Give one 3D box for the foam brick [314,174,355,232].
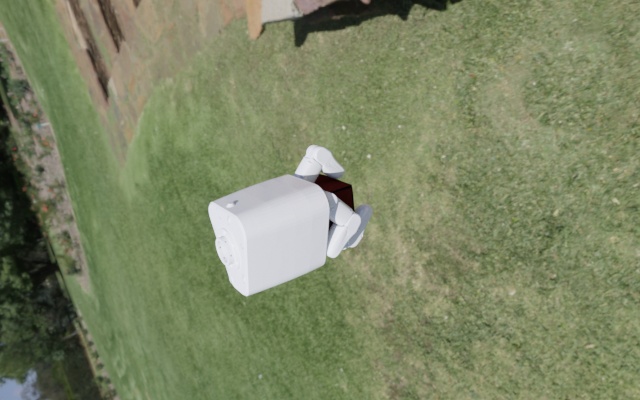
[{"bbox_3d":[0.000,0.002,0.613,0.051,0.053,0.078,-20,24,-30],"label":"foam brick"}]
